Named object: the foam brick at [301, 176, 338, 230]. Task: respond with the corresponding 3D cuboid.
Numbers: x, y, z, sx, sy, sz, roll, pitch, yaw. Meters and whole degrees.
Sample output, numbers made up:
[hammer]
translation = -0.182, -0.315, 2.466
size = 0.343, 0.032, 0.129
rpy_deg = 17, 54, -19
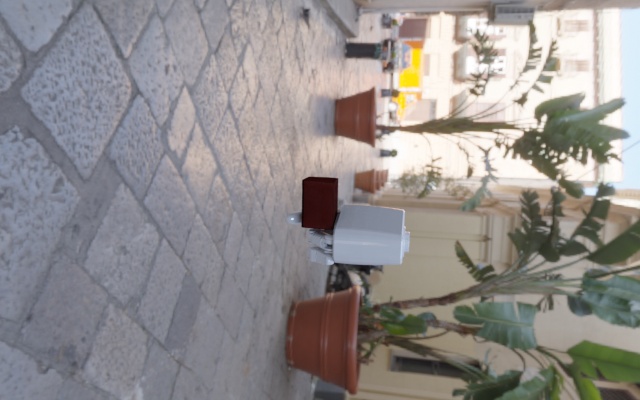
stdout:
[foam brick]
translation = 0.000, 0.002, 0.766
size = 0.051, 0.078, 0.053
rpy_deg = 3, 12, 11
